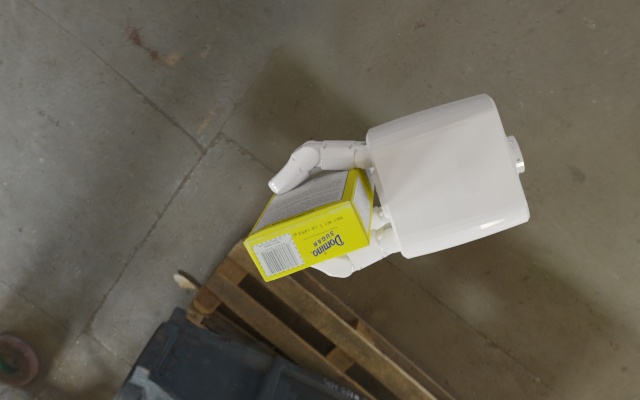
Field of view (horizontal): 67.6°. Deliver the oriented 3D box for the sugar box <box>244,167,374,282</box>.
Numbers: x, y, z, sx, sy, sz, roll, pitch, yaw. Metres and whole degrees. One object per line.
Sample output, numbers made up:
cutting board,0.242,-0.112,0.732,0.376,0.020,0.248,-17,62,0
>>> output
sugar box,0.000,0.002,0.439,0.093,0.048,0.176,-20,15,16
